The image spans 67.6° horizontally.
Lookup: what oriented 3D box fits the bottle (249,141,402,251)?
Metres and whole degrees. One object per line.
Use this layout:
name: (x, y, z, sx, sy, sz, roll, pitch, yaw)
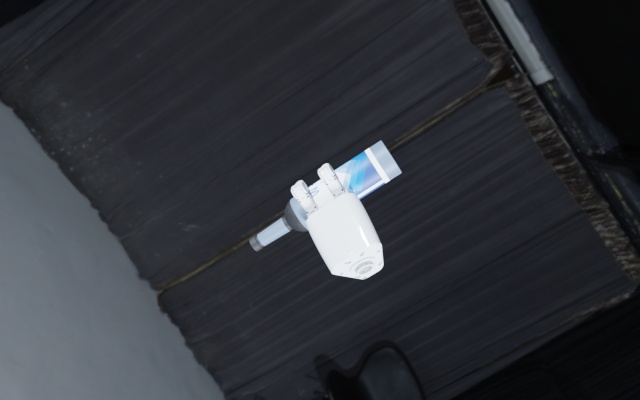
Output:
bottle: (0.000, 0.003, 0.846, 0.296, 0.069, 0.069, -33, -6, 9)
